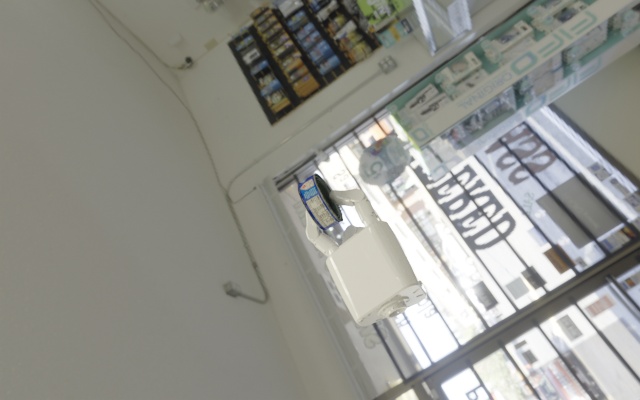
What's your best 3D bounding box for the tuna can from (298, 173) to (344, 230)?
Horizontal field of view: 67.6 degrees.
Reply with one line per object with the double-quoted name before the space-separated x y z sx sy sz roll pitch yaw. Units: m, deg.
"tuna can" 0.000 0.003 0.737 0.034 0.086 0.086 -30 -6 11
